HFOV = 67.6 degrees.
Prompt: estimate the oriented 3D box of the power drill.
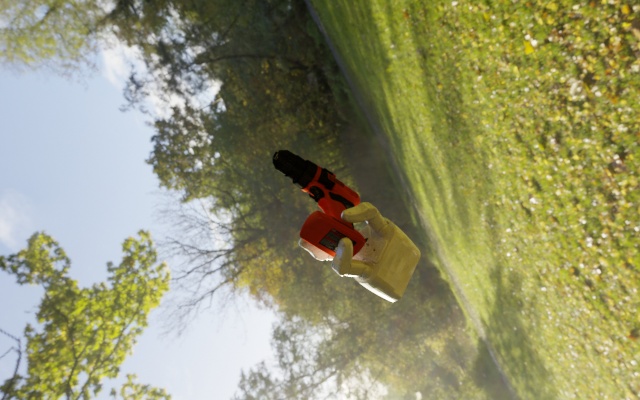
[{"bbox_3d":[0.000,0.003,0.795,0.184,0.057,0.187,30,26,-23],"label":"power drill"}]
